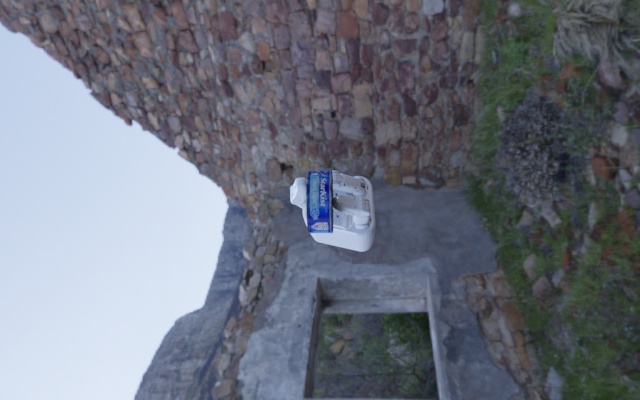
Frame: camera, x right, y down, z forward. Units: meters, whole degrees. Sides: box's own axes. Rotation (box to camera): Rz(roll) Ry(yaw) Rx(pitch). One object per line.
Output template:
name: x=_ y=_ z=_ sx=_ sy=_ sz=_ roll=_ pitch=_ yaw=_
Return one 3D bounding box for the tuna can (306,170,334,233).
tuna can: x=0.000 y=0.002 z=0.648 sx=0.034 sy=0.086 sz=0.086 roll=0 pitch=0 yaw=3
